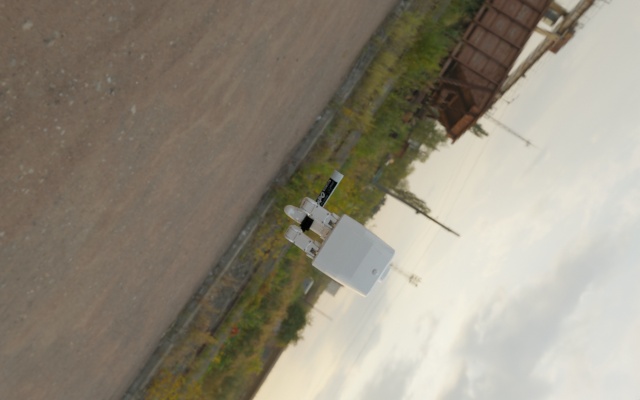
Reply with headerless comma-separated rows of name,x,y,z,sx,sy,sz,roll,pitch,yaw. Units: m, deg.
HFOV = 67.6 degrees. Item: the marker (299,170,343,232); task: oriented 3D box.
marker,0.000,0.003,0.833,0.020,0.121,0.020,32,5,-3
